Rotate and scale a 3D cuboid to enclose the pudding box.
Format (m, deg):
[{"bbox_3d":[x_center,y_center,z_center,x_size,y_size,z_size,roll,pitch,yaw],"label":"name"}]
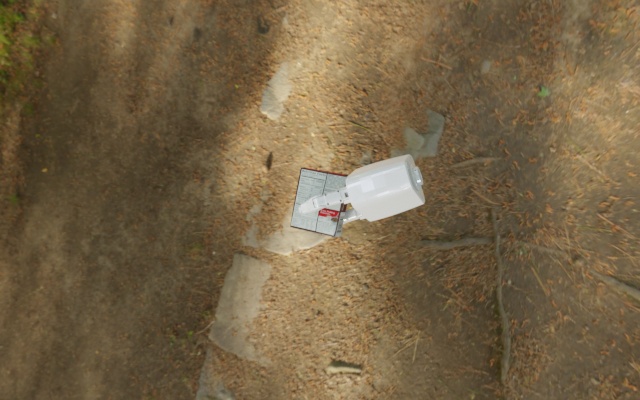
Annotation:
[{"bbox_3d":[0.000,0.003,0.856,0.090,0.113,0.039,12,1,18],"label":"pudding box"}]
